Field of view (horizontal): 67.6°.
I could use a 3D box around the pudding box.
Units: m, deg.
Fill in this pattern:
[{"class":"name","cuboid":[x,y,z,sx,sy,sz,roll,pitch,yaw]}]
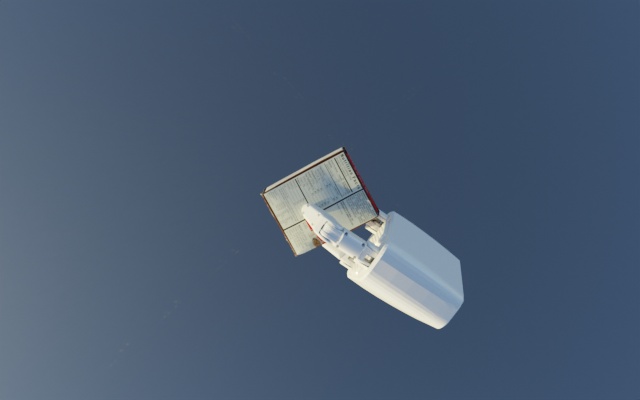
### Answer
[{"class":"pudding box","cuboid":[0.000,0.002,0.562,0.113,0.090,0.039,-27,7,6]}]
